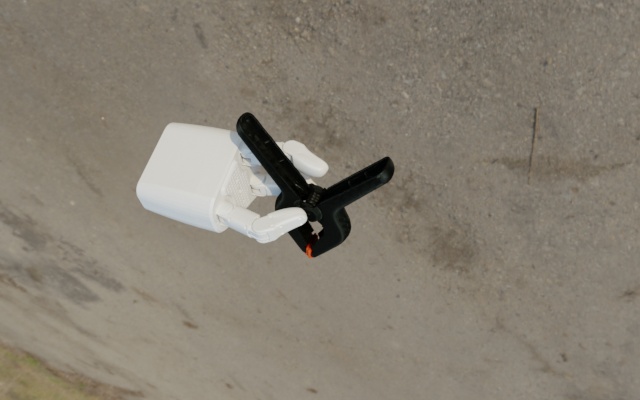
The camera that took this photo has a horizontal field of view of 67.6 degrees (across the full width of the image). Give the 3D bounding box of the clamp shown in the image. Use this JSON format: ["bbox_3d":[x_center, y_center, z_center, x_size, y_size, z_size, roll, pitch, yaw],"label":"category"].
[{"bbox_3d":[0.000,0.003,0.529,0.164,0.036,0.210,16,-36,19],"label":"clamp"}]
